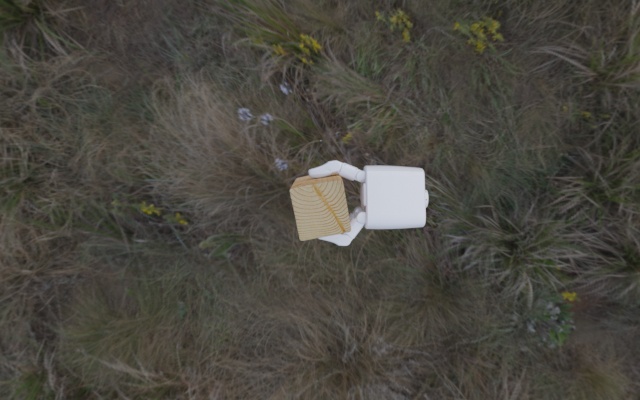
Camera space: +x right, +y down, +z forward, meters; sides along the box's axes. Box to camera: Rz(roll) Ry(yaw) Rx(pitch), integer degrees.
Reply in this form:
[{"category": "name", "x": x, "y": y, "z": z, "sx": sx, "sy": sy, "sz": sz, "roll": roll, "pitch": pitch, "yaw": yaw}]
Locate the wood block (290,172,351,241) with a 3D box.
[{"category": "wood block", "x": 0.000, "y": 0.003, "z": 0.881, "sx": 0.090, "sy": 0.091, "sz": 0.206, "roll": -10, "pitch": 7, "yaw": 1}]
